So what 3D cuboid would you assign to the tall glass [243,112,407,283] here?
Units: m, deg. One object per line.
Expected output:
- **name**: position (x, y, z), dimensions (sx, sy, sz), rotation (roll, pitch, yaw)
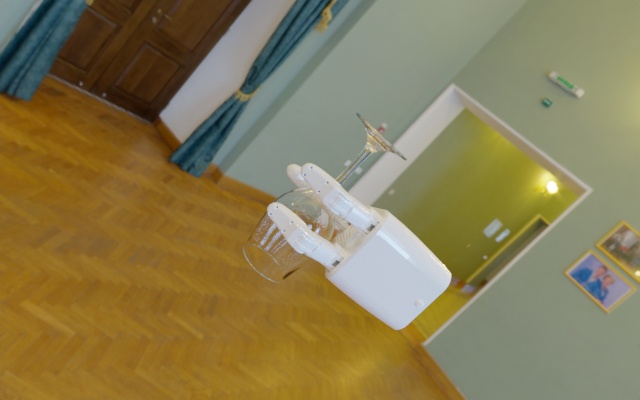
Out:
- **tall glass**: position (0.000, 0.001, 0.534), dimensions (0.079, 0.201, 0.079), rotation (41, 12, -11)
